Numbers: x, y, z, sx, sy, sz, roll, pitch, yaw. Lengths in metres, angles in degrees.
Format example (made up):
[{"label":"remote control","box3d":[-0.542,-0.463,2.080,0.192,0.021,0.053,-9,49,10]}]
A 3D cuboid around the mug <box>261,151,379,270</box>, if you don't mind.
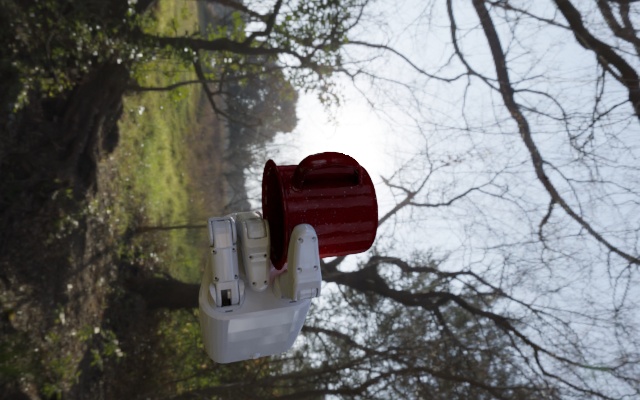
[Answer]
[{"label":"mug","box3d":[0.001,0.000,0.400,0.081,0.093,0.117,-5,-39,-17]}]
